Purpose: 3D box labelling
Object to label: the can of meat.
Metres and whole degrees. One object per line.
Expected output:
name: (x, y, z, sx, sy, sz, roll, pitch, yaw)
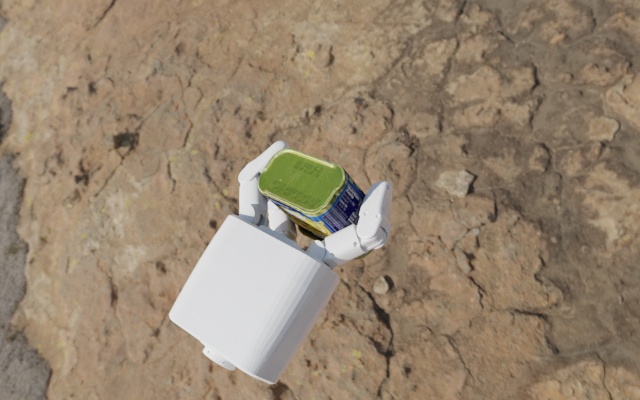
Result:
can of meat: (0.000, 0.001, 0.449, 0.102, 0.057, 0.084, 23, -15, 43)
